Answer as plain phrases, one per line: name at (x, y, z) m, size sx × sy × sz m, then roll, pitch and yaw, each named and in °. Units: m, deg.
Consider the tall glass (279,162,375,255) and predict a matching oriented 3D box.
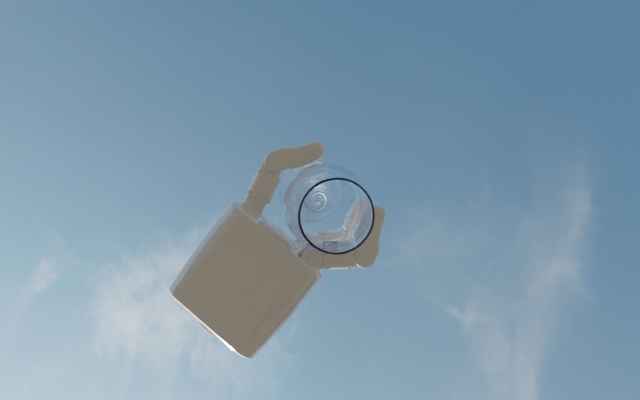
tall glass at (0.000, 0.001, 0.473) m, size 0.079 × 0.079 × 0.201 m, roll 0°, pitch 6°, yaw -8°
